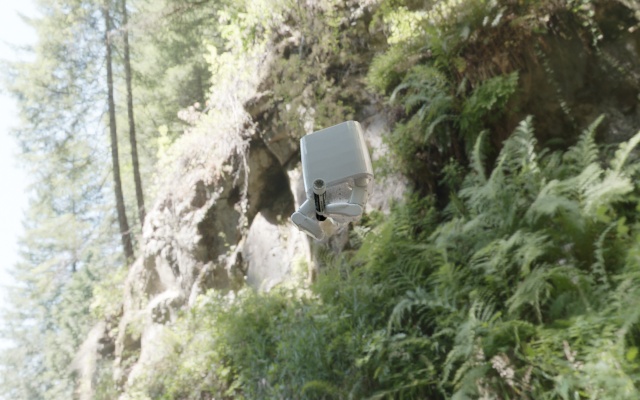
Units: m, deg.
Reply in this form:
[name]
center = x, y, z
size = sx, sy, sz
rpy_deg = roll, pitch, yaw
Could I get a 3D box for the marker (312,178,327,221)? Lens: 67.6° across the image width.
[marker]
center = 0.000, 0.002, 0.726
size = 0.020, 0.020, 0.121
rpy_deg = 0, -25, 3
